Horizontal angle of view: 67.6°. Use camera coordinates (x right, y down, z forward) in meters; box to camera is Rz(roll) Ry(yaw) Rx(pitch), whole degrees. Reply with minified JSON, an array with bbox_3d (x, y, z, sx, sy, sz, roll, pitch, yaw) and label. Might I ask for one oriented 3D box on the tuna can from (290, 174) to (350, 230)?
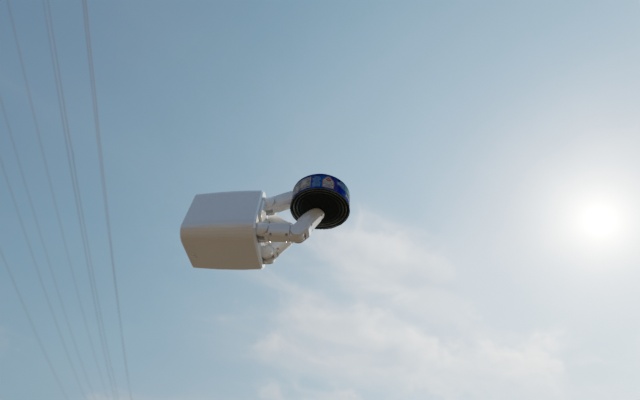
[{"bbox_3d":[0.000,0.002,0.689,0.086,0.033,0.086,3,-44,3],"label":"tuna can"}]
